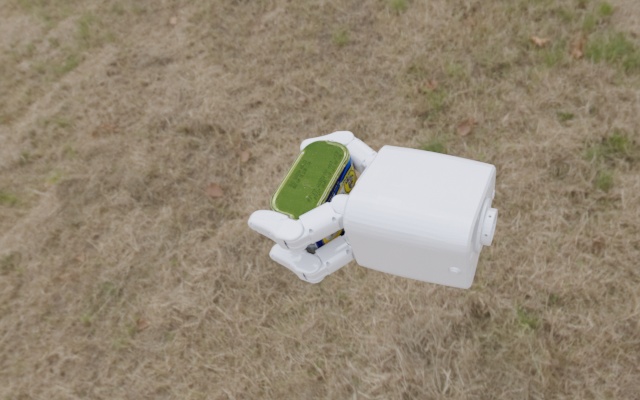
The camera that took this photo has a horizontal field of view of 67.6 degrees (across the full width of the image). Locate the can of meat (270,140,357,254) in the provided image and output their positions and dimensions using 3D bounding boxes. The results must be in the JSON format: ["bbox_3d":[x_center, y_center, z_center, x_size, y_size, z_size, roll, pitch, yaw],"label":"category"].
[{"bbox_3d":[0.000,0.001,0.483,0.057,0.102,0.084,15,-30,26],"label":"can of meat"}]
